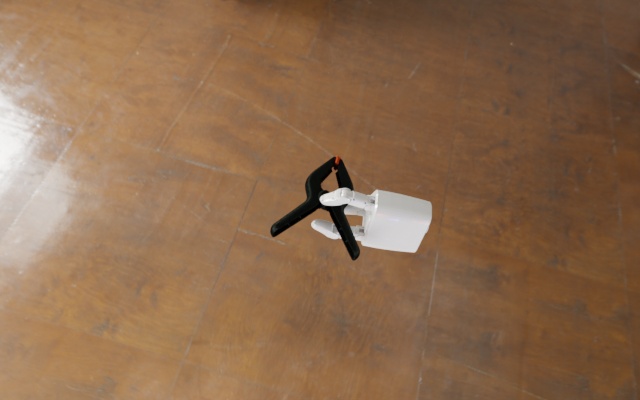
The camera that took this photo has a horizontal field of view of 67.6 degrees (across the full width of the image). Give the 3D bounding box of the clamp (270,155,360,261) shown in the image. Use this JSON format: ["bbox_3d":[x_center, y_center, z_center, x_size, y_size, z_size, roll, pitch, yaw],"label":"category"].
[{"bbox_3d":[0.001,0.002,0.894,0.164,0.209,0.036,11,-31,-6],"label":"clamp"}]
